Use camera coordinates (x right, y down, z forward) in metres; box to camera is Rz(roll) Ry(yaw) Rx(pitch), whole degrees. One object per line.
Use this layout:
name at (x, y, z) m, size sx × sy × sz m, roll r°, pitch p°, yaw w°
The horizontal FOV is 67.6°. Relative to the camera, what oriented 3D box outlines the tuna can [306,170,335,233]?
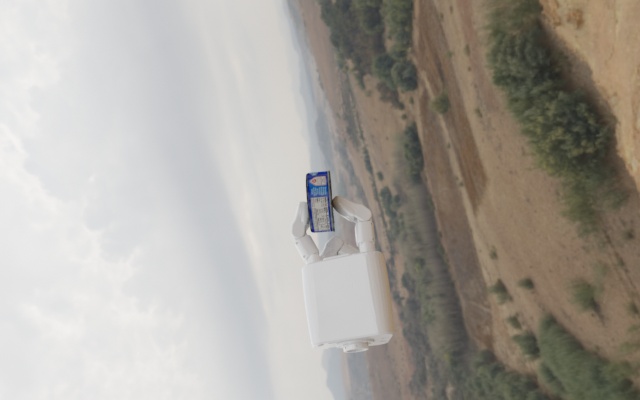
tuna can at (0.000, 0.002, 0.664) m, size 0.034 × 0.086 × 0.086 m, roll -5°, pitch 0°, yaw 2°
